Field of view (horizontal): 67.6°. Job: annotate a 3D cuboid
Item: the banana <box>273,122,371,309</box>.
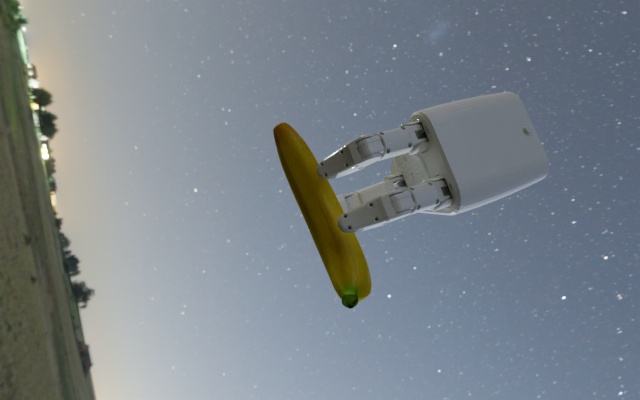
[{"bbox_3d":[0.004,0.014,0.427,0.037,0.197,0.070,-22,-34,-4],"label":"banana"}]
